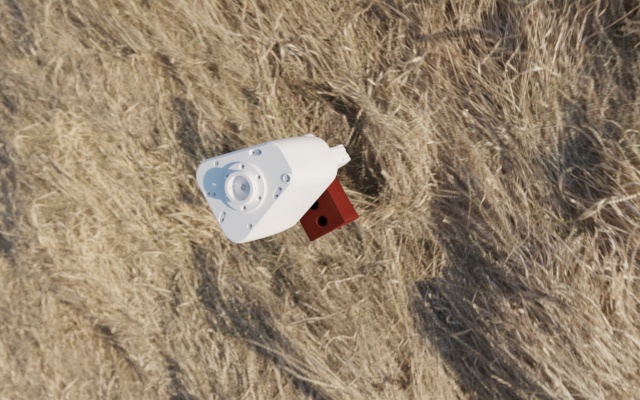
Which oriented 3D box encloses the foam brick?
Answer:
[{"bbox_3d":[0.000,0.002,0.578,0.053,0.078,0.051,-31,-4,23],"label":"foam brick"}]
